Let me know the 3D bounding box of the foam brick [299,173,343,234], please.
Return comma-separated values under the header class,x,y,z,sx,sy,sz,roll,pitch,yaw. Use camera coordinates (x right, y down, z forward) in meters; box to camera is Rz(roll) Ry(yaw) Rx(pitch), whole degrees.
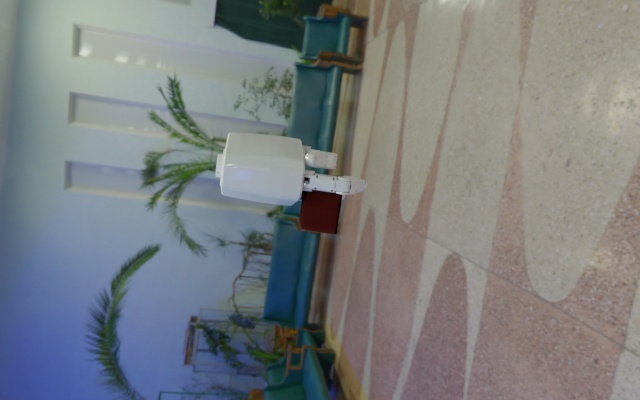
class,x,y,z,sx,sy,sz,roll,pitch,yaw
foam brick,0.000,0.003,0.684,0.051,0.078,0.053,6,10,-9
